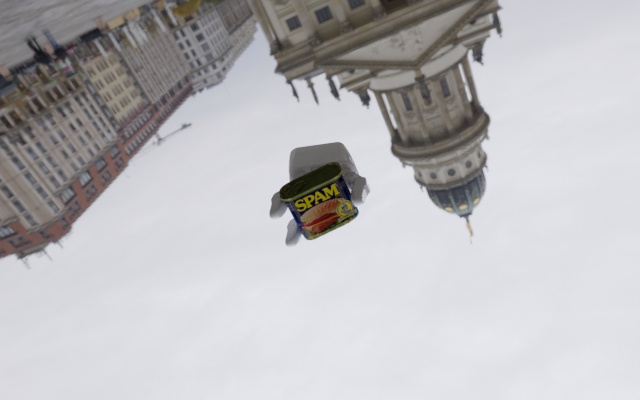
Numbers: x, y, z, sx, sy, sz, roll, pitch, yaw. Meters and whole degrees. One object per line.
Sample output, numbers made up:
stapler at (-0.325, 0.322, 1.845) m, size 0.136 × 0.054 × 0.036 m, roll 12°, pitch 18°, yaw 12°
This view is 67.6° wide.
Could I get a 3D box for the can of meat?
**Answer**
can of meat at (0.000, 0.003, 0.738) m, size 0.102 × 0.084 × 0.057 m, roll -25°, pitch 27°, yaw 2°
